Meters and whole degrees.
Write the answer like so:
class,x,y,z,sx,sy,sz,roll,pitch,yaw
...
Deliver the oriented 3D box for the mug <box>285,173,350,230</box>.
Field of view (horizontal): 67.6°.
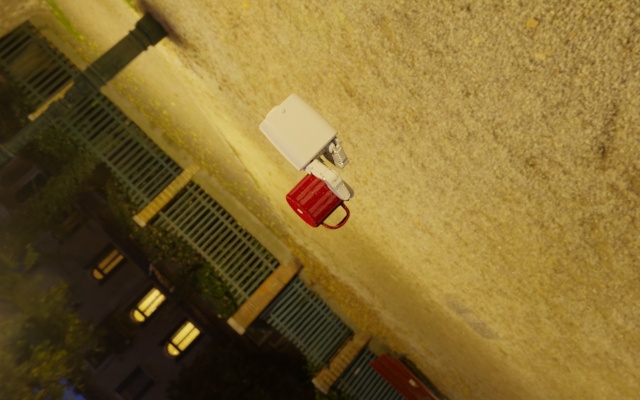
class,x,y,z,sx,sy,sz,roll,pitch,yaw
mug,0.001,0.004,0.857,0.081,0.117,0.093,-45,1,-13
